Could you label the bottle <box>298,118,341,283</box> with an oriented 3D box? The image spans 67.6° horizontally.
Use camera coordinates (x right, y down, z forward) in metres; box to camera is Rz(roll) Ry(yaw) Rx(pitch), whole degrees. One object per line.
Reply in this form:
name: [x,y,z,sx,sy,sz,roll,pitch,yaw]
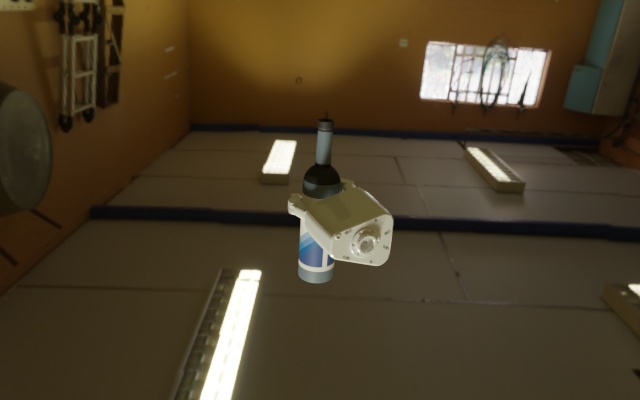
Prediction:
bottle: [0.000,0.003,0.847,0.069,0.296,0.069,3,22,-1]
